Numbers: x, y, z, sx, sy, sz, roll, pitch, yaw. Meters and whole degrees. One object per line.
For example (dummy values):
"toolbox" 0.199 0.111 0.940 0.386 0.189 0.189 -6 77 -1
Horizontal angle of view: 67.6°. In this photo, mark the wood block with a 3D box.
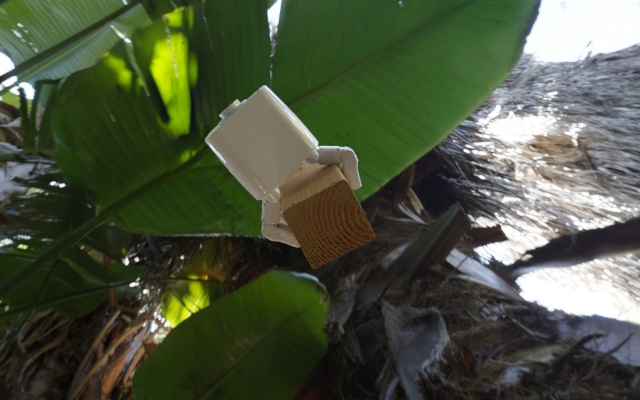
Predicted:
"wood block" 0.000 0.002 0.681 0.091 0.090 0.206 -28 18 3
